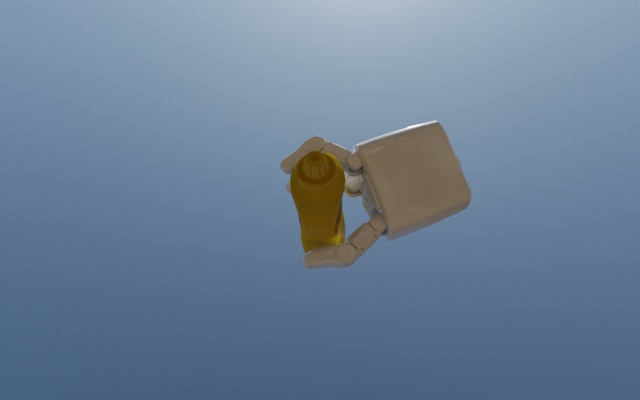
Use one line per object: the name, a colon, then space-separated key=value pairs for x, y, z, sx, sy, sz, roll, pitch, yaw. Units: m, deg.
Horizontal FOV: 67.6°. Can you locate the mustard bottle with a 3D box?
mustard bottle: x=0.000 y=0.002 z=0.541 sx=0.058 sy=0.096 sz=0.192 roll=2 pitch=-26 yaw=4
